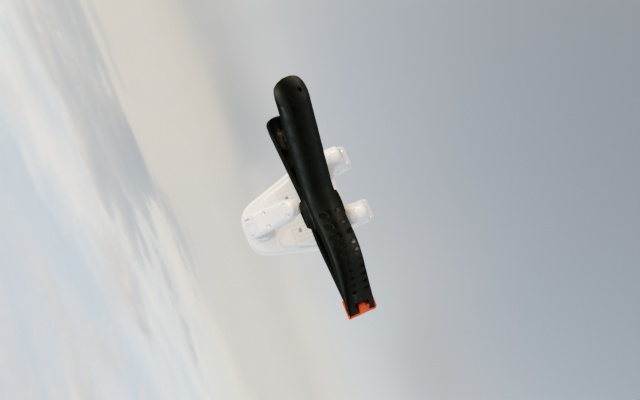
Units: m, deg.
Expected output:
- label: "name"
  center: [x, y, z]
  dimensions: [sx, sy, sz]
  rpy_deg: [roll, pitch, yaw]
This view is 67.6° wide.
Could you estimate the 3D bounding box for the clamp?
- label: "clamp"
  center: [-0.001, 0.002, 0.411]
  dimensions: [0.036, 0.210, 0.164]
  rpy_deg: [-22, -4, -7]
